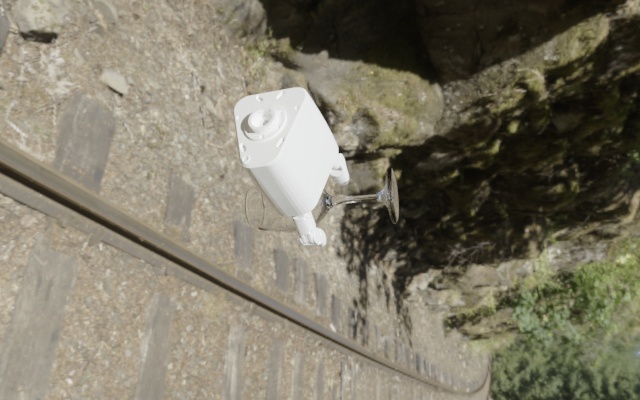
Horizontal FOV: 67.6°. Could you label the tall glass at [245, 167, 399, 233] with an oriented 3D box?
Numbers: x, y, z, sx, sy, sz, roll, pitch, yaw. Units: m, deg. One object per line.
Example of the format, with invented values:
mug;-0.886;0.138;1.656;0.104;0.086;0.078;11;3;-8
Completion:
tall glass;0.001;0.002;0.649;0.201;0.079;0.079;-6;-2;18
